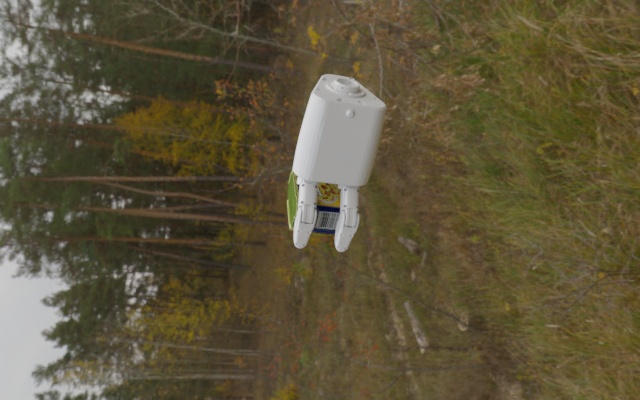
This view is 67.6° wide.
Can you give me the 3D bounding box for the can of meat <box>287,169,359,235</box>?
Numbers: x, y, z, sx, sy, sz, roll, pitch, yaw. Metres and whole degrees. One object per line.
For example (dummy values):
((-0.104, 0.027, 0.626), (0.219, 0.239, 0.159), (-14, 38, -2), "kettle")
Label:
((0.000, 0.002, 0.657), (0.084, 0.057, 0.102), (6, 35, -12), "can of meat")
